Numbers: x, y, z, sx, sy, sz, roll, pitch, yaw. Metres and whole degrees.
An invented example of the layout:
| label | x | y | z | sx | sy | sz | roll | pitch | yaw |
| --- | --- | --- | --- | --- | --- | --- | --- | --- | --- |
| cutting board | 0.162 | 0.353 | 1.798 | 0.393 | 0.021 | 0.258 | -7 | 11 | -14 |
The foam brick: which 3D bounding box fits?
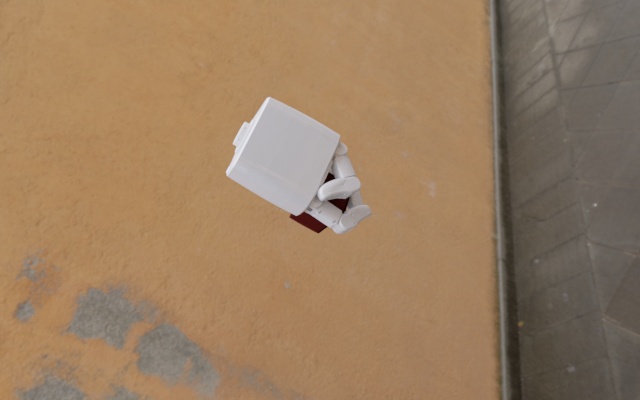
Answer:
| label | x | y | z | sx | sy | sz | roll | pitch | yaw |
| --- | --- | --- | --- | --- | --- | --- | --- | --- | --- |
| foam brick | 0.000 | 0.002 | 0.665 | 0.051 | 0.053 | 0.078 | 28 | -32 | -15 |
